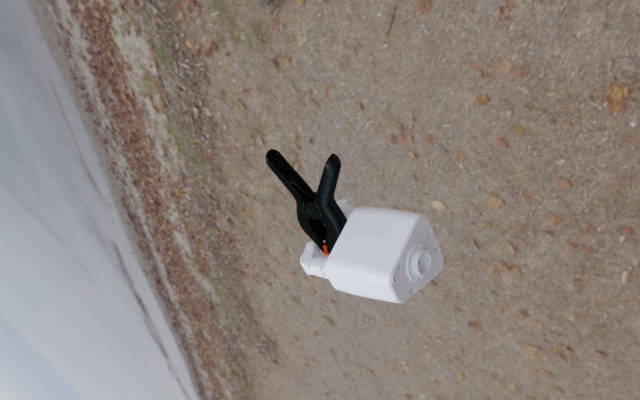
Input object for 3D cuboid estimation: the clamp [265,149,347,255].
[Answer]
[{"bbox_3d":[0.000,0.003,0.651,0.120,0.171,0.039,5,40,48],"label":"clamp"}]
